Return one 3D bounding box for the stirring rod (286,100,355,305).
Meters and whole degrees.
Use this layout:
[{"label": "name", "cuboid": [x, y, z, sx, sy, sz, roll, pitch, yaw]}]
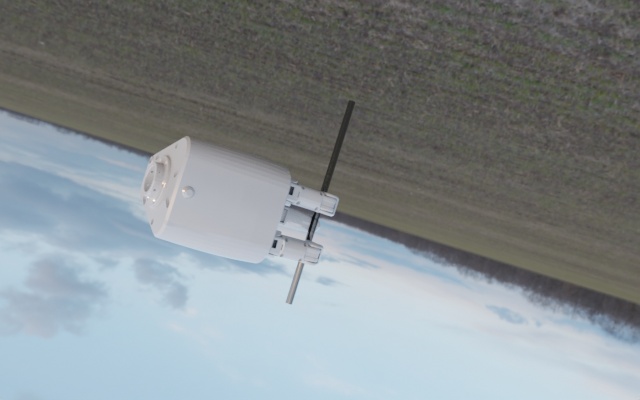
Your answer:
[{"label": "stirring rod", "cuboid": [0.000, 0.002, 0.543, 0.011, 0.239, 0.011, 17, -1, 0]}]
